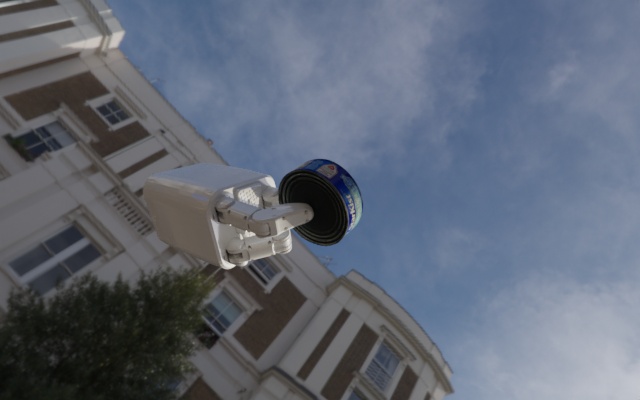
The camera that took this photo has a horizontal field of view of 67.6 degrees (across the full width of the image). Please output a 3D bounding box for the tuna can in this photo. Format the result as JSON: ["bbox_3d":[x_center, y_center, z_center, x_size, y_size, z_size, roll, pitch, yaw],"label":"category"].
[{"bbox_3d":[0.000,0.001,0.488,0.086,0.086,0.033,0,26,39],"label":"tuna can"}]
